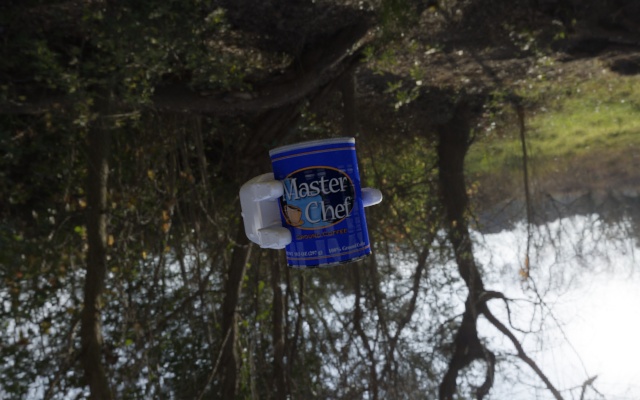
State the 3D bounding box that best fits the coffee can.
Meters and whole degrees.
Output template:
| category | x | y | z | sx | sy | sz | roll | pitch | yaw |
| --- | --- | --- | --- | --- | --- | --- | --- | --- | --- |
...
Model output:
| category | x | y | z | sx | sy | sz | roll | pitch | yaw |
| --- | --- | --- | --- | --- | --- | --- | --- | --- | --- |
| coffee can | 0.000 | 0.002 | 0.571 | 0.103 | 0.140 | 0.103 | -9 | 2 | 0 |
